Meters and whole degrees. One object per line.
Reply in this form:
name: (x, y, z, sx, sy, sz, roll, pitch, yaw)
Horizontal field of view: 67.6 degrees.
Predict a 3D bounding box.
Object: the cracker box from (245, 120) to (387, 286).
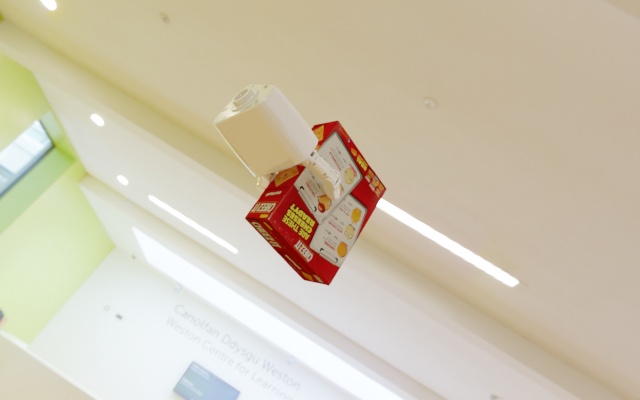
cracker box: (0.000, 0.002, 0.780, 0.072, 0.213, 0.164, 0, -43, 48)
